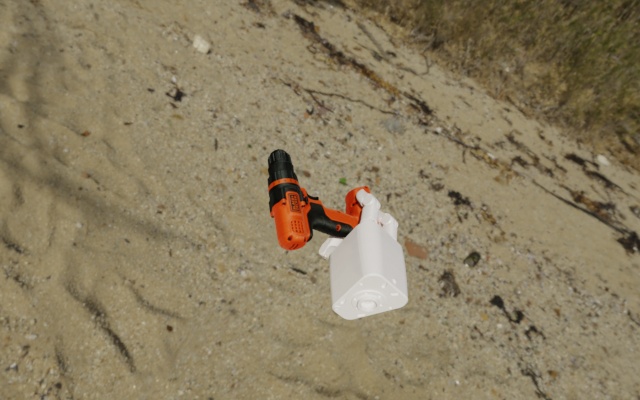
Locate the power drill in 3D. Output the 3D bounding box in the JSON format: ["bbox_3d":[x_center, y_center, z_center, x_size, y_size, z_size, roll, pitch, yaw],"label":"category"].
[{"bbox_3d":[0.001,0.003,0.809,0.187,0.184,0.057,7,-34,-29],"label":"power drill"}]
